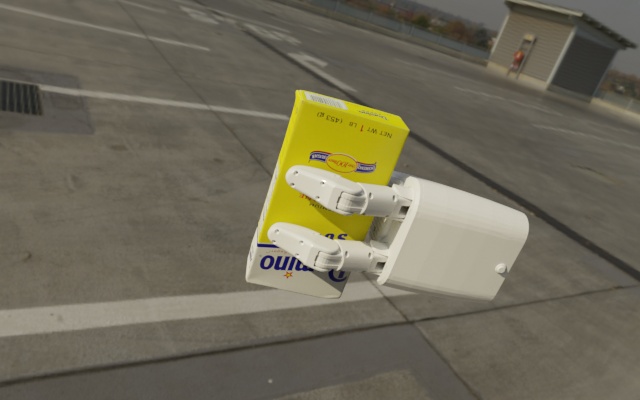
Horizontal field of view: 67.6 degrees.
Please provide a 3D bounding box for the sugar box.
[{"bbox_3d":[0.000,0.002,0.417,0.093,0.176,0.048,13,23,-12],"label":"sugar box"}]
